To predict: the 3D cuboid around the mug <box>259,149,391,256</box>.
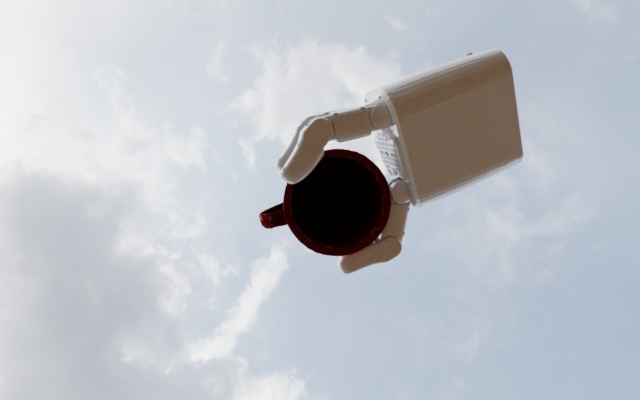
[{"bbox_3d":[-0.001,0.002,0.445,0.117,0.093,0.081,-20,9,-2],"label":"mug"}]
